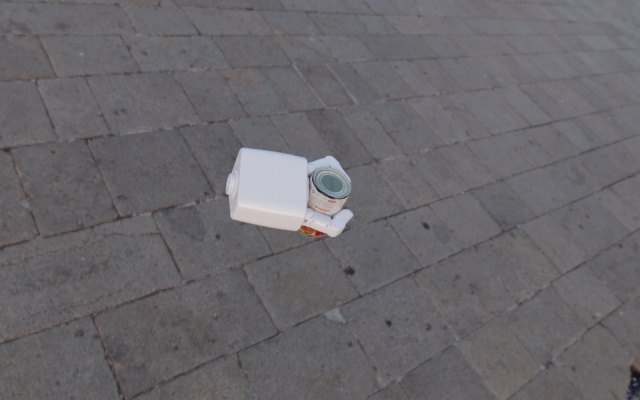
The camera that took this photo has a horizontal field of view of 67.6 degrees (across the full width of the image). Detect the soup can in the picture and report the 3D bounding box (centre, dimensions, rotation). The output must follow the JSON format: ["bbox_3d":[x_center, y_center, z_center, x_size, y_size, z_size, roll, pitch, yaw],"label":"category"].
[{"bbox_3d":[0.001,0.003,0.774,0.068,0.068,0.102,0,-39,-28],"label":"soup can"}]
